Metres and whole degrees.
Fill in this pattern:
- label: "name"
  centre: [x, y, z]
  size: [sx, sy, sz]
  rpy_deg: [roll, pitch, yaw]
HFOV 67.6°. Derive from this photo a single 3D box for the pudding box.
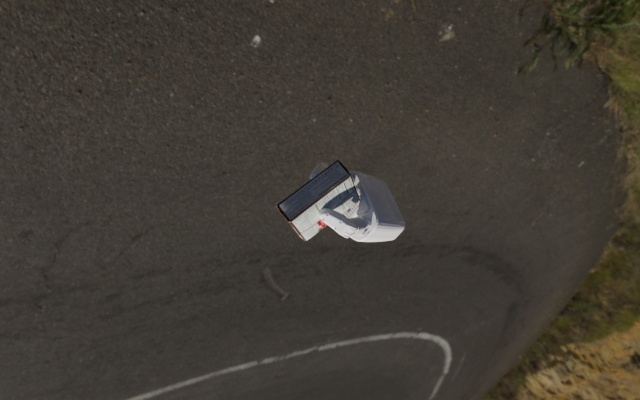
- label: "pudding box"
  centre: [0.000, 0.002, 0.707]
  size: [0.113, 0.039, 0.090]
  rpy_deg: [-38, -27, -4]
